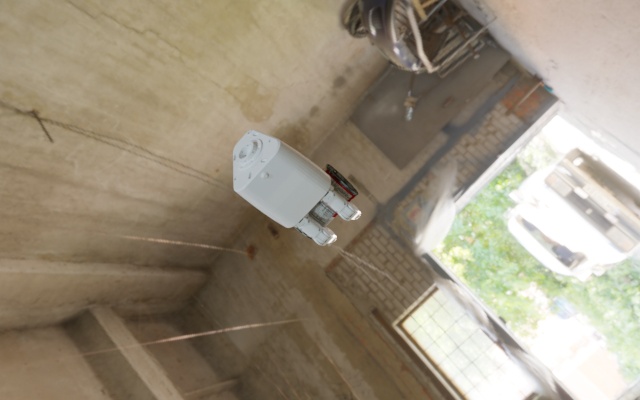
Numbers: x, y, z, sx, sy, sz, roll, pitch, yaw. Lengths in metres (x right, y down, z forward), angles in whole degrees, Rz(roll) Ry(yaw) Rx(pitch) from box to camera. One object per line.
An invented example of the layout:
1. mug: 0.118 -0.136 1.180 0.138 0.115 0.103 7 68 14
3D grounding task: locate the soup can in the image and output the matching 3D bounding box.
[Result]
1. soup can: 0.000 0.003 0.747 0.068 0.102 0.068 42 10 -9
